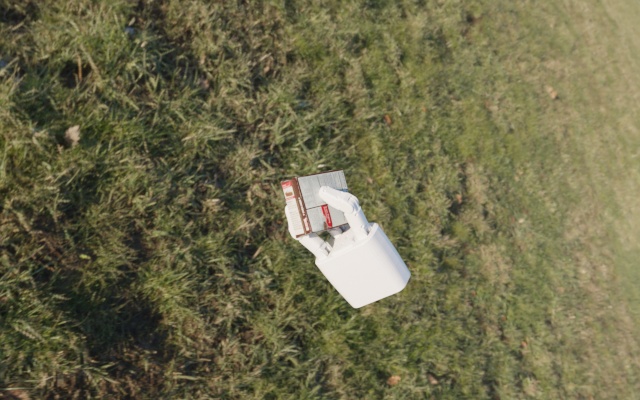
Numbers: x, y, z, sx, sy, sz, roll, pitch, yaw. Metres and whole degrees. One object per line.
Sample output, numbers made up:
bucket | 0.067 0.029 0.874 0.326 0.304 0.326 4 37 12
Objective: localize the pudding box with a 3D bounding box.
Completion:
pudding box | 0.000 0.002 0.742 0.039 0.090 0.113 -19 -4 42
